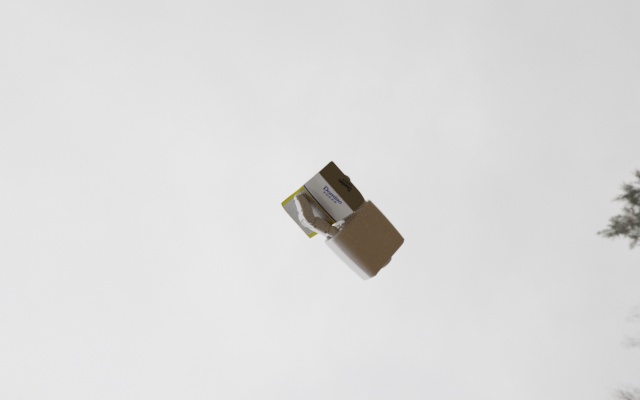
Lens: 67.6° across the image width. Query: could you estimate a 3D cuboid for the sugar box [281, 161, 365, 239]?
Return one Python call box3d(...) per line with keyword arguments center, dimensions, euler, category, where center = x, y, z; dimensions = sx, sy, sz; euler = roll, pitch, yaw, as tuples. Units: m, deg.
box3d(center=(0.001, 0.003, 0.883), dimensions=(0.048, 0.093, 0.176), euler=(-44, 5, -35), category="sugar box")
